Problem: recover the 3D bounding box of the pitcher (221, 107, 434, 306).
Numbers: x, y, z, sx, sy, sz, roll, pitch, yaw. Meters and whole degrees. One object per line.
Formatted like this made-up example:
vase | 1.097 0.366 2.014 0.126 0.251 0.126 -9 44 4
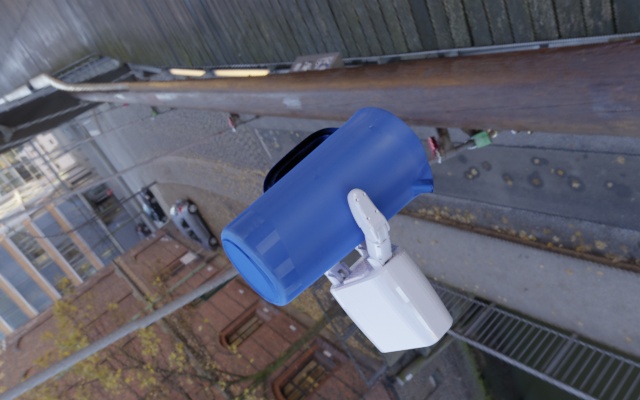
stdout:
pitcher | 0.000 0.002 0.570 0.242 0.145 0.149 -40 7 -23
